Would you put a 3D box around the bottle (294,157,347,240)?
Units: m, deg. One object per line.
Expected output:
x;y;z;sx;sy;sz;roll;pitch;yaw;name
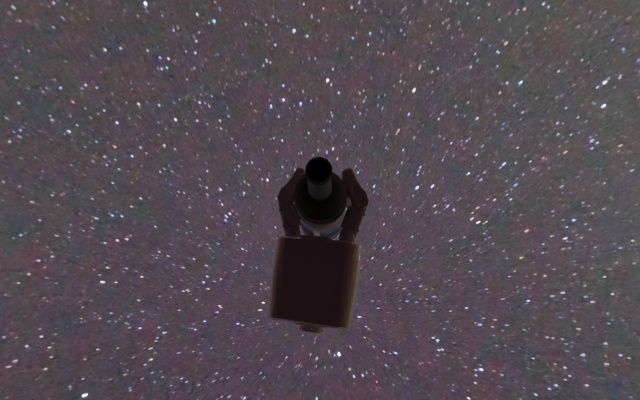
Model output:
0.000;0.002;0.628;0.069;0.069;0.296;0;-13;1;bottle
